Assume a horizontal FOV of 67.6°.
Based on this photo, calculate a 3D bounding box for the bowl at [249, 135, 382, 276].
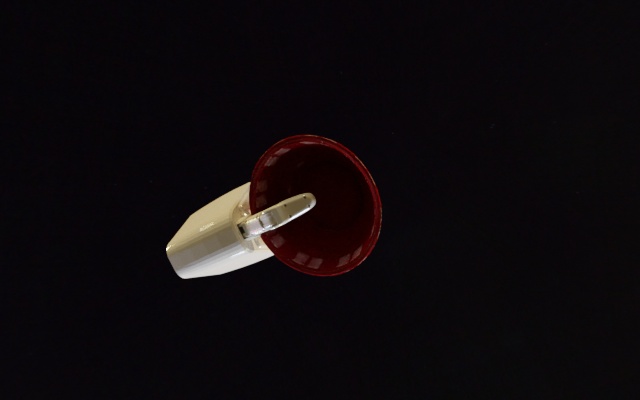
[{"bbox_3d":[0.001,0.002,0.548,0.162,0.162,0.055,0,15,26],"label":"bowl"}]
